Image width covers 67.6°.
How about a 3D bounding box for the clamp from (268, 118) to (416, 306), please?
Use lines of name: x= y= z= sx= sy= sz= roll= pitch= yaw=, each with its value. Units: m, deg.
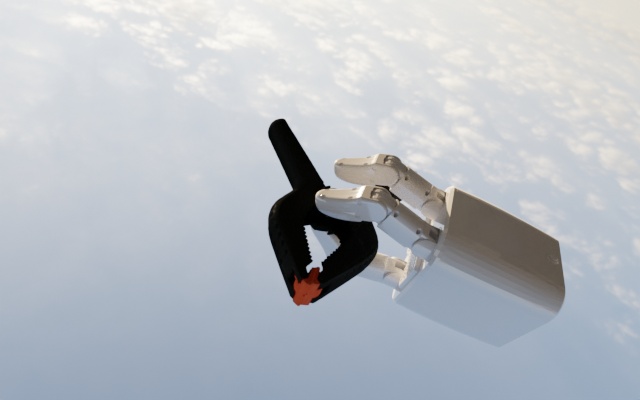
clamp: x=0.000 y=0.002 z=0.424 sx=0.164 sy=0.036 sz=0.210 roll=25 pitch=39 yaw=3
